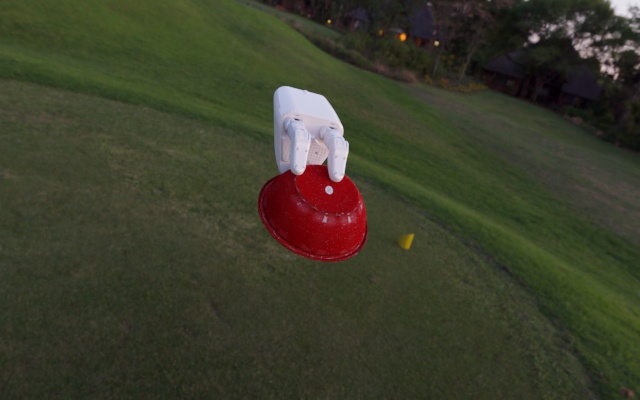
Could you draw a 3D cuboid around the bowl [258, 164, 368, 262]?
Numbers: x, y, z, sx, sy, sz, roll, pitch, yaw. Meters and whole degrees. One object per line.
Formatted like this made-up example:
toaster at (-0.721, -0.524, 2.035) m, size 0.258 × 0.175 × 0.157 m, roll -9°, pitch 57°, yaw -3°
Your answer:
bowl at (0.001, 0.003, 0.642) m, size 0.162 × 0.162 × 0.055 m, roll 0°, pitch -41°, yaw -28°
